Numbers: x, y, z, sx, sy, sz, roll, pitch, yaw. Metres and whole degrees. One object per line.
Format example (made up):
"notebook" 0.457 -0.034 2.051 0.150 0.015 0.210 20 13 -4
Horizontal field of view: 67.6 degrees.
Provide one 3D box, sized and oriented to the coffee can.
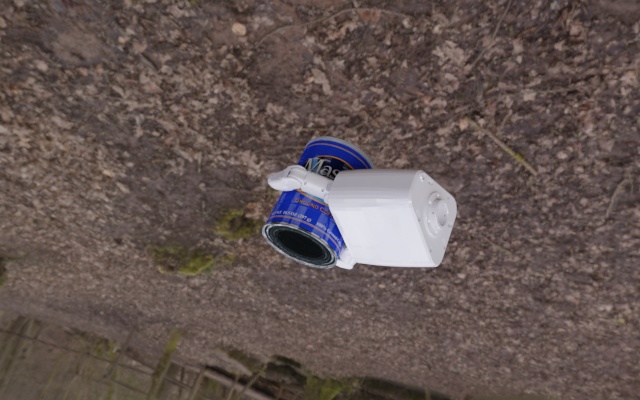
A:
"coffee can" 0.000 0.002 0.623 0.103 0.140 0.103 20 -28 11
